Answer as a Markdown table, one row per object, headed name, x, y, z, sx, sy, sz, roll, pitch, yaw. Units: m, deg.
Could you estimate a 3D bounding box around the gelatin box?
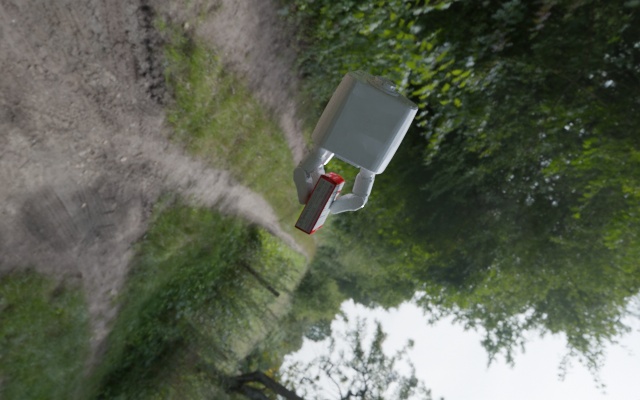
| name | x | y | z | sx | sy | sz | roll | pitch | yaw |
| --- | --- | --- | --- | --- | --- | --- | --- | --- | --- |
| gelatin box | 0.000 | 0.003 | 0.718 | 0.030 | 0.089 | 0.073 | 29 | 11 | 8 |
